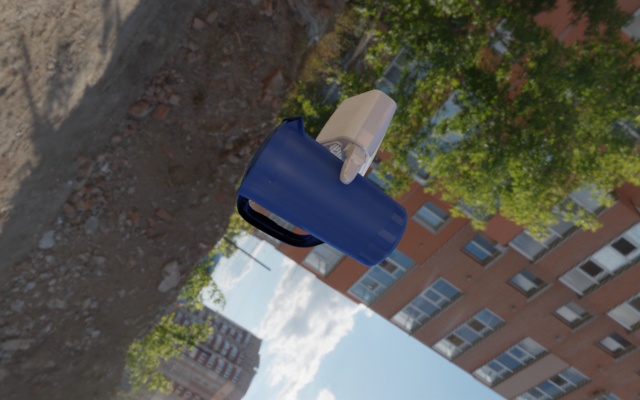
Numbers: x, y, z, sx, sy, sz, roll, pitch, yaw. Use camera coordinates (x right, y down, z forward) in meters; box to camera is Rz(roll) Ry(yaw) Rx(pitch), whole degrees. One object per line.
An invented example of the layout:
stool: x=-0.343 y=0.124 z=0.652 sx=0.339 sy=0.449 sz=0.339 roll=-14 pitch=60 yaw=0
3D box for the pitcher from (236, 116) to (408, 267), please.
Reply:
pitcher: x=0.000 y=0.002 z=0.722 sx=0.243 sy=0.145 sz=0.149 roll=34 pitch=-21 yaw=-9
